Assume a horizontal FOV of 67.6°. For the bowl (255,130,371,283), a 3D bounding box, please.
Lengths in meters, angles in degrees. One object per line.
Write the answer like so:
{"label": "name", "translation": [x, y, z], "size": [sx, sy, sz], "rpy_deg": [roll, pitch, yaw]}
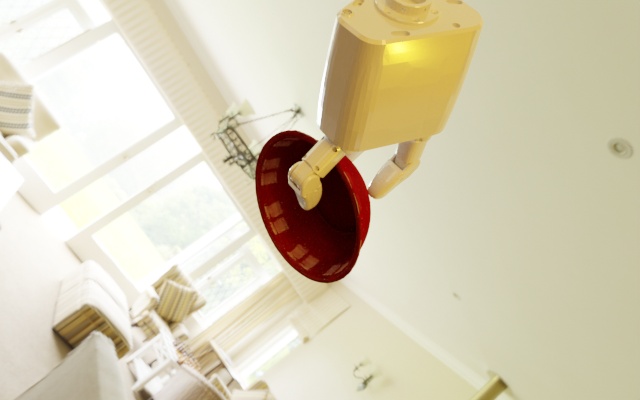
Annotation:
{"label": "bowl", "translation": [0.000, 0.002, 0.501], "size": [0.055, 0.162, 0.162], "rpy_deg": [-21, 14, -39]}
